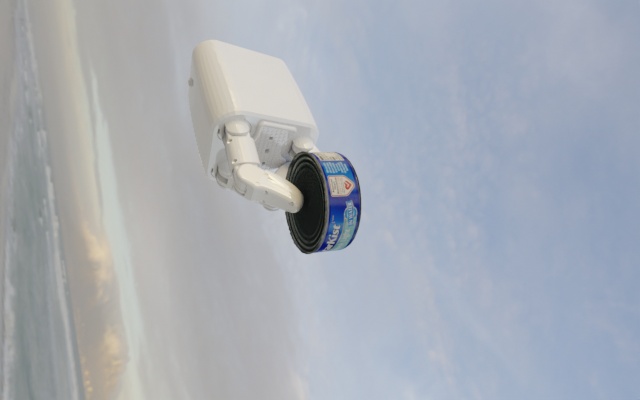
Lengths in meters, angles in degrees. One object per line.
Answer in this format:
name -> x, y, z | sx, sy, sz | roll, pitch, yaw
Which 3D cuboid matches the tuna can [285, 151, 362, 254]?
tuna can -> 0.001, 0.001, 0.404 | 0.034, 0.086, 0.086 | -3, 1, -26
